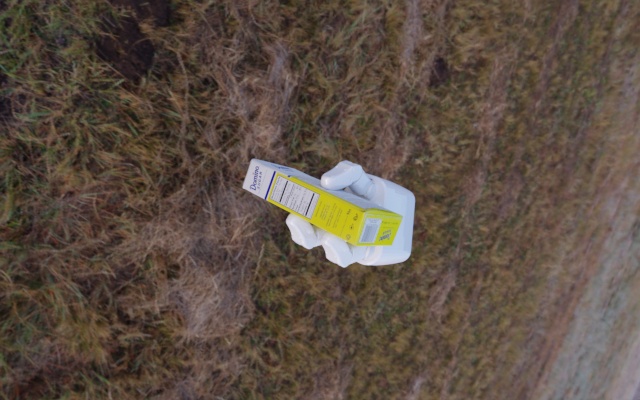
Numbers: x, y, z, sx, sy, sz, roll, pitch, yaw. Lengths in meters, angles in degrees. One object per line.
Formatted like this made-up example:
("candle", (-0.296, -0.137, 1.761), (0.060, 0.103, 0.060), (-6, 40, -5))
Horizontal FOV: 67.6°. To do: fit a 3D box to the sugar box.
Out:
("sugar box", (0.000, 0.002, 0.575), (0.176, 0.048, 0.093), (22, 7, 34))
